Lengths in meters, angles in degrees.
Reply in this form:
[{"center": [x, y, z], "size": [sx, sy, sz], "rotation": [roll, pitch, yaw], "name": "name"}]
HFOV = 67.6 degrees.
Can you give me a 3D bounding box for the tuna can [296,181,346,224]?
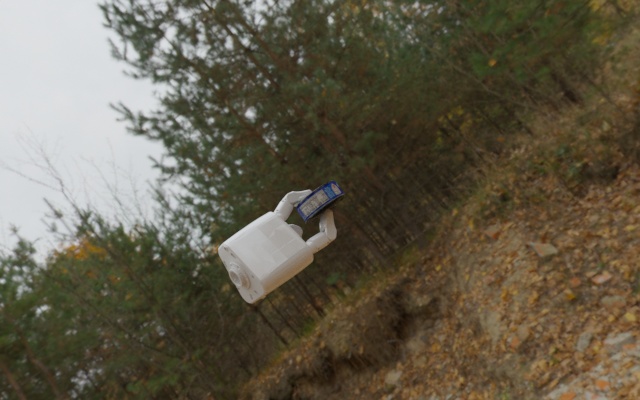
[{"center": [0.000, 0.002, 0.835], "size": [0.086, 0.033, 0.086], "rotation": [-35, -8, -6], "name": "tuna can"}]
